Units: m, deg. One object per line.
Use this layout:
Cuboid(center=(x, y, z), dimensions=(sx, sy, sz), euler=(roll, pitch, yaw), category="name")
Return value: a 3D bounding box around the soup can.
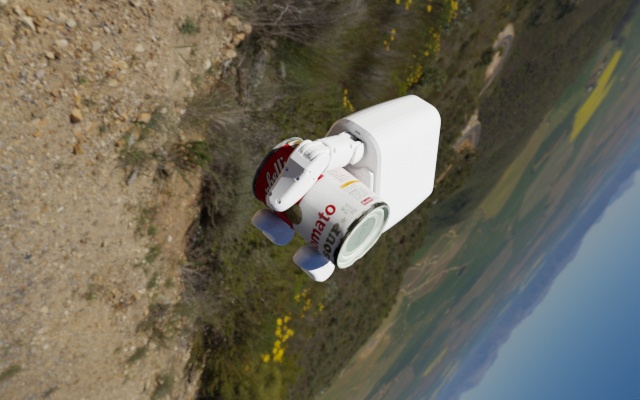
Cuboid(center=(0.000, 0.002, 0.408), dimensions=(0.102, 0.068, 0.068), euler=(39, 19, 25), category="soup can")
